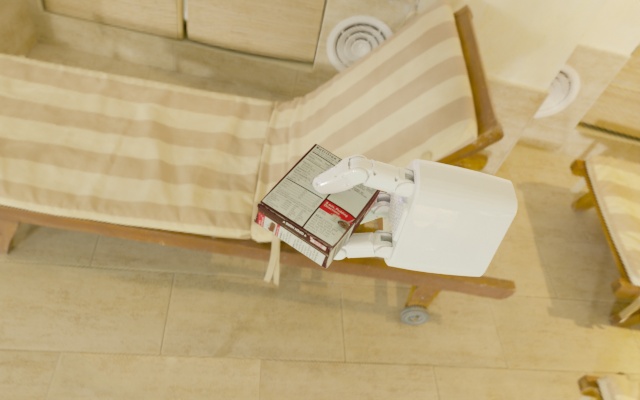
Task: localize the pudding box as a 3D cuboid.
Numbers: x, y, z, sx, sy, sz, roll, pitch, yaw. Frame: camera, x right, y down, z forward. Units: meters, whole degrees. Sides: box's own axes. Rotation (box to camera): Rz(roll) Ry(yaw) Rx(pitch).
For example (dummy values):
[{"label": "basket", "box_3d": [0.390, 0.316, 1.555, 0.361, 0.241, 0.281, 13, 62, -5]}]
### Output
[{"label": "pudding box", "box_3d": [0.000, 0.002, 0.498, 0.090, 0.039, 0.113, 32, 50, 12]}]
